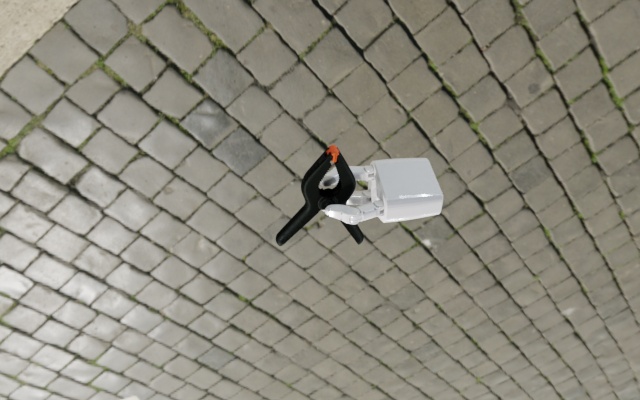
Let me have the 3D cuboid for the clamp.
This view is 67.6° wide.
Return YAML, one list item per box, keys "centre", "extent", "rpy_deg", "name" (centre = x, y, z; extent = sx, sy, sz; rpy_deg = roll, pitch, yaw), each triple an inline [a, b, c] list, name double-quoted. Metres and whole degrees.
- centre: [0.001, 0.003, 0.832]
  extent: [0.164, 0.210, 0.036]
  rpy_deg: [-6, 37, -9]
  name: "clamp"
